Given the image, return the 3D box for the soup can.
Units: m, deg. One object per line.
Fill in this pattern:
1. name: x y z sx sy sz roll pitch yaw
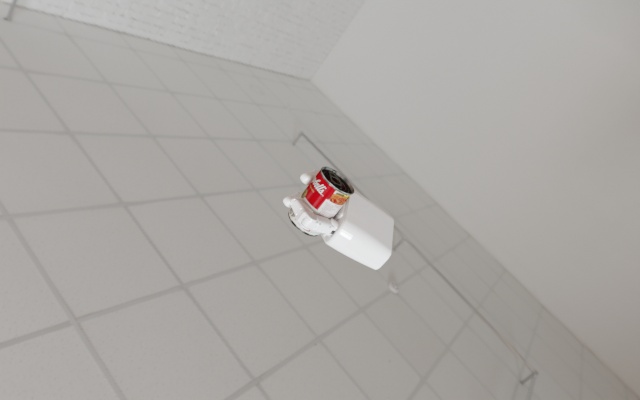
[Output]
1. soup can: 0.000 0.003 0.807 0.068 0.102 0.068 32 24 -16
